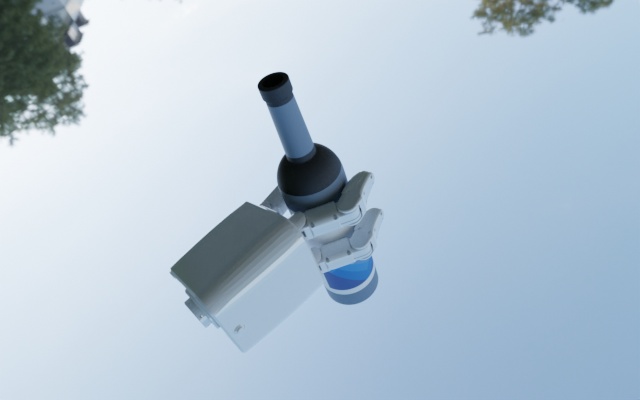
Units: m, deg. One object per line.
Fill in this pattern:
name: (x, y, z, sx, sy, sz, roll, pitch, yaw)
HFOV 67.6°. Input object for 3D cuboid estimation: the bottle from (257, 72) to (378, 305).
bottle: (0.000, 0.002, 0.491, 0.069, 0.069, 0.296, 0, -42, 21)
